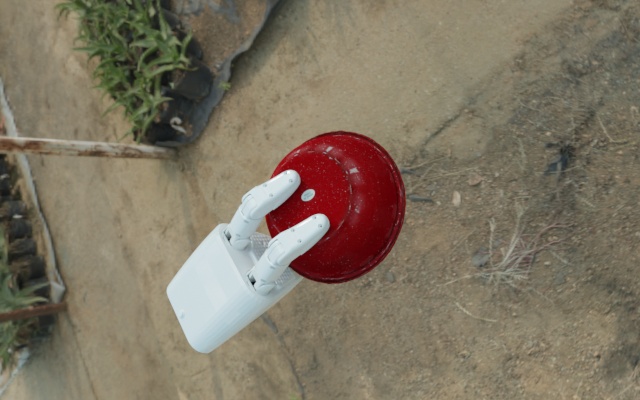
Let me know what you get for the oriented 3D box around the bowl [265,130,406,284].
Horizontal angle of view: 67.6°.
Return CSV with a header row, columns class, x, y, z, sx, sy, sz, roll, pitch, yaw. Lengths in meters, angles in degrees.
class,x,y,z,sx,sy,sz,roll,pitch,yaw
bowl,0.001,0.000,0.478,0.162,0.162,0.055,0,-9,28
